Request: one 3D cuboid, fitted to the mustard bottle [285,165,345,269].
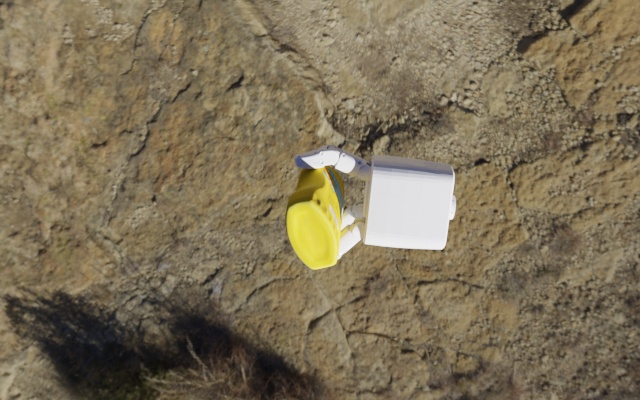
[{"bbox_3d":[0.000,0.002,0.643,0.058,0.096,0.191,-16,23,14],"label":"mustard bottle"}]
